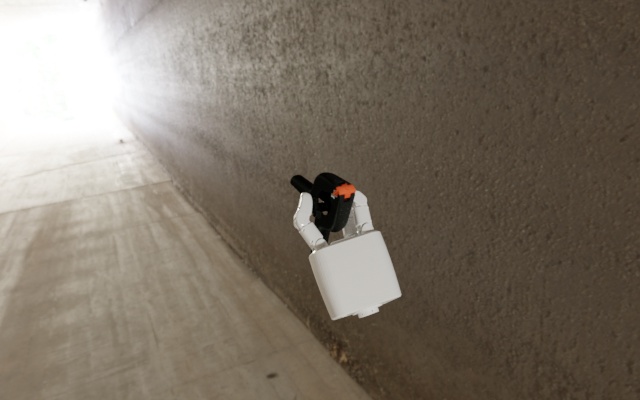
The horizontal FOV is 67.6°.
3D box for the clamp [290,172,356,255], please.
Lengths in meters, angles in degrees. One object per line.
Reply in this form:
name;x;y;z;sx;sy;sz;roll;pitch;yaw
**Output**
clamp;0.000;0.003;0.776;0.036;0.164;0.210;-12;-18;-22
